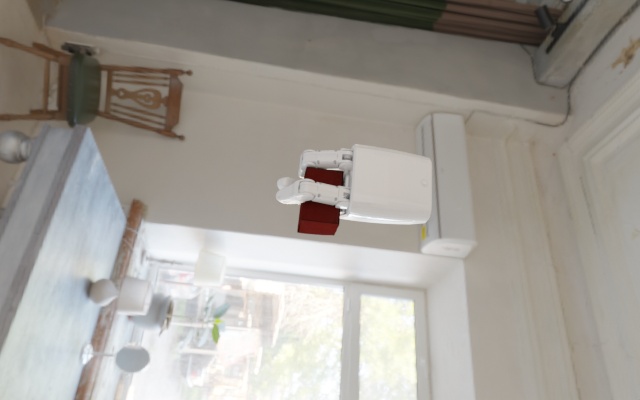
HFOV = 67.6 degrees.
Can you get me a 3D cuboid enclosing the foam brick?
[{"bbox_3d":[0.000,0.002,0.636,0.051,0.078,0.053,8,-22,-5],"label":"foam brick"}]
